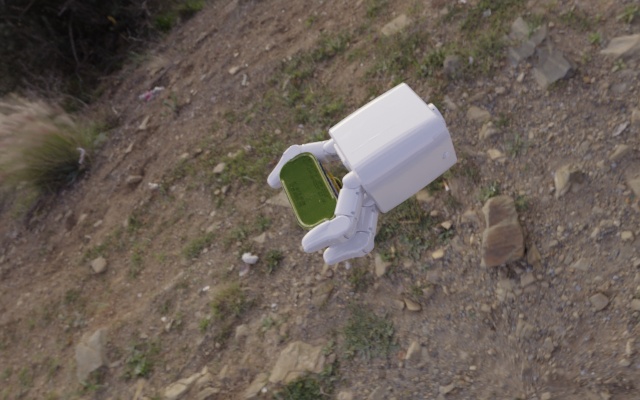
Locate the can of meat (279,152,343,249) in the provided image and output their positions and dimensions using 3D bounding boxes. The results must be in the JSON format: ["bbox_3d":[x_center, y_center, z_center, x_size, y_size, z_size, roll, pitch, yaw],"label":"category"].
[{"bbox_3d":[0.000,0.002,0.568,0.057,0.102,0.084,-31,-30,8],"label":"can of meat"}]
